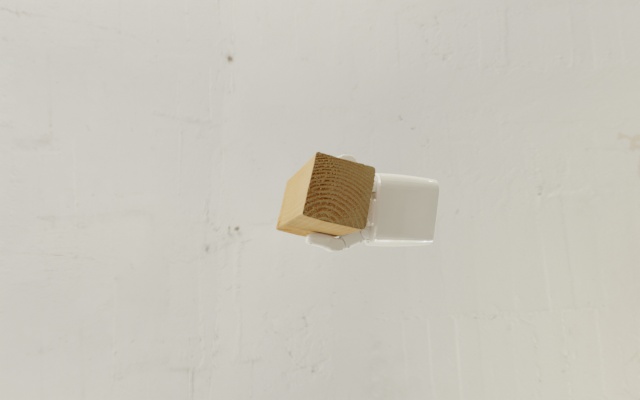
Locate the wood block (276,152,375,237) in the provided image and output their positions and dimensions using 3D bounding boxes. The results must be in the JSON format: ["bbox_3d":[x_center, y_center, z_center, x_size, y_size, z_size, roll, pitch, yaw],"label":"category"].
[{"bbox_3d":[0.000,0.003,0.731,0.090,0.091,0.206,14,-12,-12],"label":"wood block"}]
